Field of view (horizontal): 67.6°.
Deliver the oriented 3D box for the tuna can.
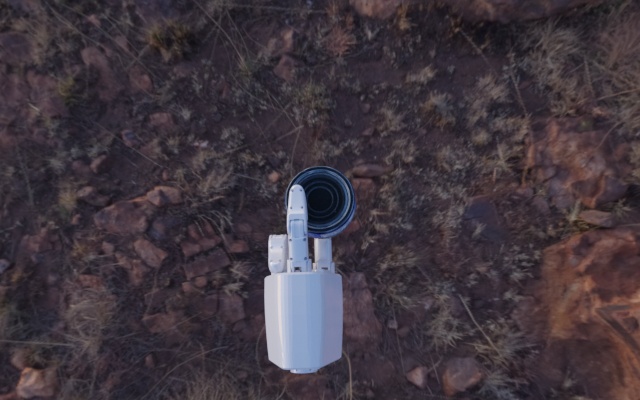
[{"bbox_3d":[0.000,0.002,0.581,0.086,0.086,0.034,0,-14,4],"label":"tuna can"}]
